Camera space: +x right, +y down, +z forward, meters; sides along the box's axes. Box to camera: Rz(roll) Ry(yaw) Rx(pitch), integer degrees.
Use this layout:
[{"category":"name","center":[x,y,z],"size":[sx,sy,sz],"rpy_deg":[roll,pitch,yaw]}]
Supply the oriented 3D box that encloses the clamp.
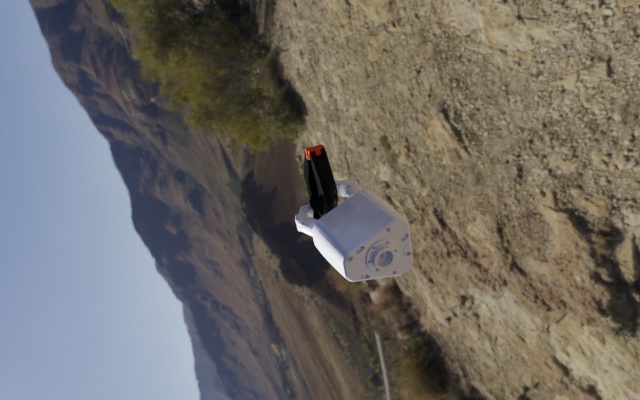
[{"category":"clamp","center":[-0.001,0.002,0.790],"size":[0.036,0.210,0.164],"rpy_deg":[-19,28,-16]}]
